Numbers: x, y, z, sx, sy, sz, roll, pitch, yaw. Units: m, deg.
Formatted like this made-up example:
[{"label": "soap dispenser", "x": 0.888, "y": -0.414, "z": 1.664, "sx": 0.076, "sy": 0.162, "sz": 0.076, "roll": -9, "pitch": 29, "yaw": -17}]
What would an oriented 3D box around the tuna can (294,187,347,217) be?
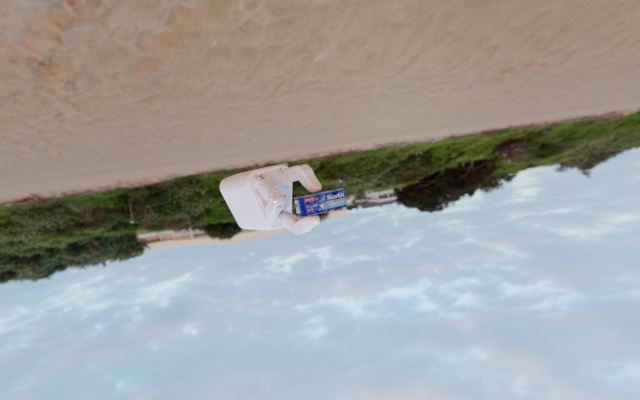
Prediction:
[{"label": "tuna can", "x": 0.000, "y": 0.003, "z": 0.795, "sx": 0.086, "sy": 0.034, "sz": 0.086, "roll": -12, "pitch": 1, "yaw": 0}]
